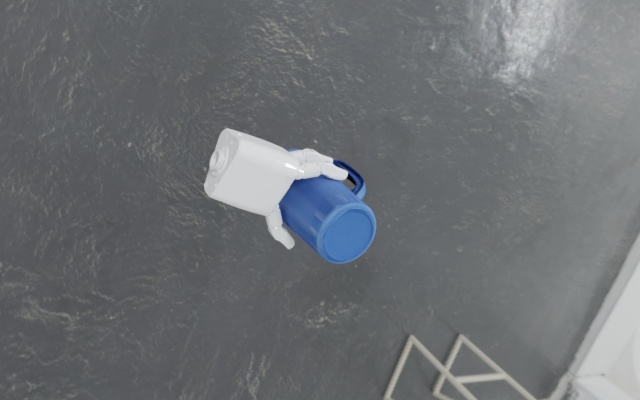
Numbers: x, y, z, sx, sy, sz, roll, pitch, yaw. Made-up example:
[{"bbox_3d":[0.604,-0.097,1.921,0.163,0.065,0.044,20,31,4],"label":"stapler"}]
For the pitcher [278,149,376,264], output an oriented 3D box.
[{"bbox_3d":[0.000,0.003,0.836,0.145,0.149,0.242,21,12,-35],"label":"pitcher"}]
